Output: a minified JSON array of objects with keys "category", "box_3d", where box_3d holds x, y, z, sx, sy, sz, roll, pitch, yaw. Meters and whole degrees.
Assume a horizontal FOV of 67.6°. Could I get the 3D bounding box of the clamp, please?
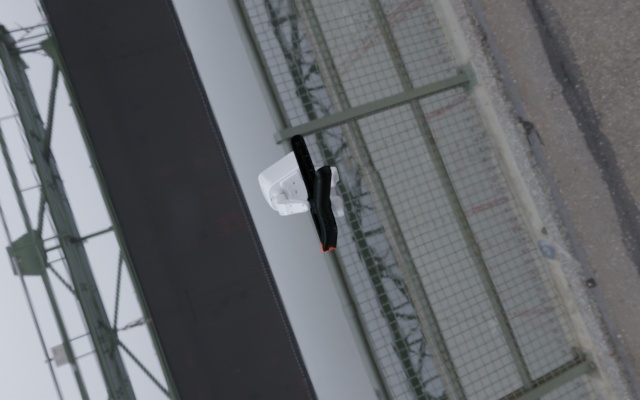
[{"category":"clamp","box_3d":[-0.001,0.003,0.814,0.036,0.210,0.164,-18,23,-10]}]
